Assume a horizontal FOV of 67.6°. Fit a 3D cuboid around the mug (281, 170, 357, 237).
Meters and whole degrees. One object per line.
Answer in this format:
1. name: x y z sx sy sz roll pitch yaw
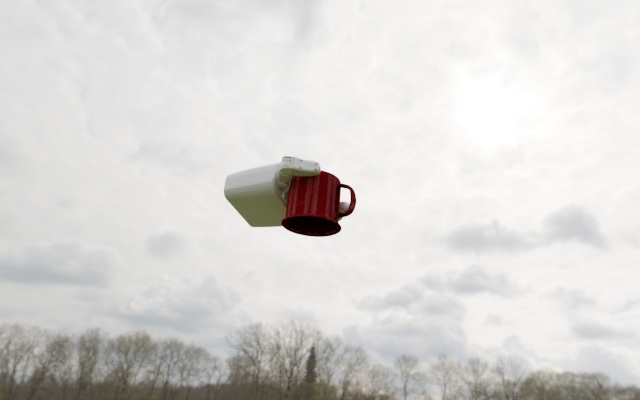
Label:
1. mug: 0.001 0.002 0.740 0.117 0.081 0.093 -7 -26 28
